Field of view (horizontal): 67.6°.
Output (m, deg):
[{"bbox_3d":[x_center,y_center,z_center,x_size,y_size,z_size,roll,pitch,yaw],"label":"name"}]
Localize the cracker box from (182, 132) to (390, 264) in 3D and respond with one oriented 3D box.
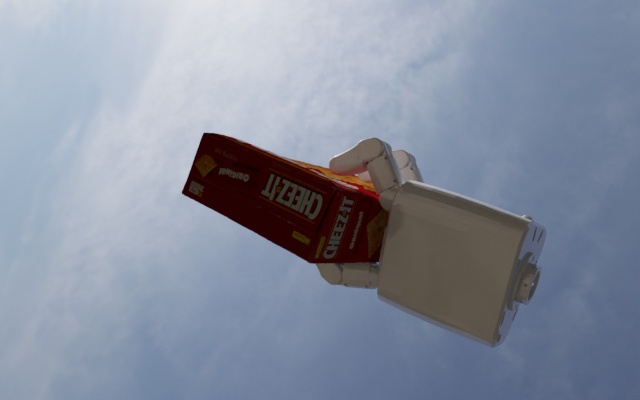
[{"bbox_3d":[0.000,0.002,0.485,0.164,0.072,0.214,23,6,34],"label":"cracker box"}]
